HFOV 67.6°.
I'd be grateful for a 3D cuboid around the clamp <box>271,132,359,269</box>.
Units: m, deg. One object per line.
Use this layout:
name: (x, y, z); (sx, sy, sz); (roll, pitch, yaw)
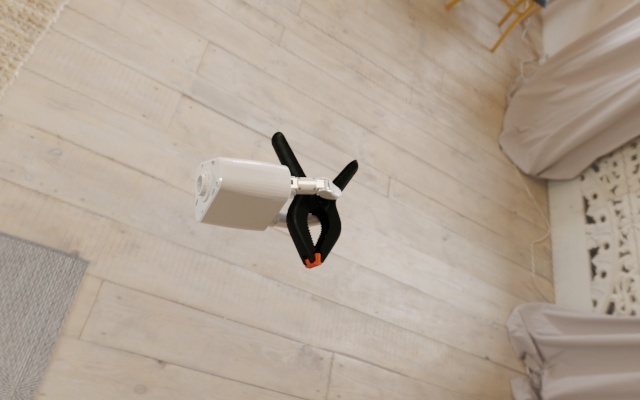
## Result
clamp: (0.000, 0.003, 0.749); (0.164, 0.210, 0.036); (9, -23, -33)
